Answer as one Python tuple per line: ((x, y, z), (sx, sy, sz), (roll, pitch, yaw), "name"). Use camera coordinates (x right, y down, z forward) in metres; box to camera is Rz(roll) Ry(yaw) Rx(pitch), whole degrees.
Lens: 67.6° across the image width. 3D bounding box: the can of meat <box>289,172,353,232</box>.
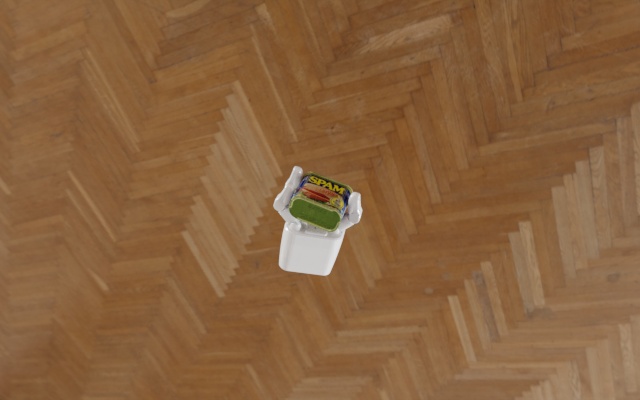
((0.000, 0.003, 0.875), (0.102, 0.057, 0.084), (21, 37, 4), "can of meat")
